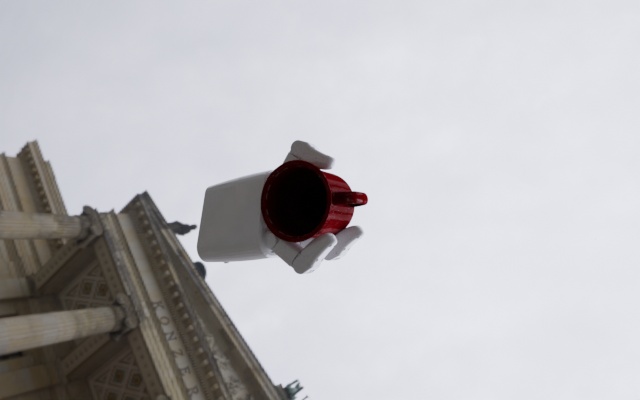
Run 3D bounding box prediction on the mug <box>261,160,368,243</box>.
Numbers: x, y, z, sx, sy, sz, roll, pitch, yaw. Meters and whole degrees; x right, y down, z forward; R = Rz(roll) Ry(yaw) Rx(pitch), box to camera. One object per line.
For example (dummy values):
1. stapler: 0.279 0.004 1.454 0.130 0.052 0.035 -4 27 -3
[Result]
1. mug: 0.001 0.002 0.563 0.117 0.093 0.081 -9 -8 28
